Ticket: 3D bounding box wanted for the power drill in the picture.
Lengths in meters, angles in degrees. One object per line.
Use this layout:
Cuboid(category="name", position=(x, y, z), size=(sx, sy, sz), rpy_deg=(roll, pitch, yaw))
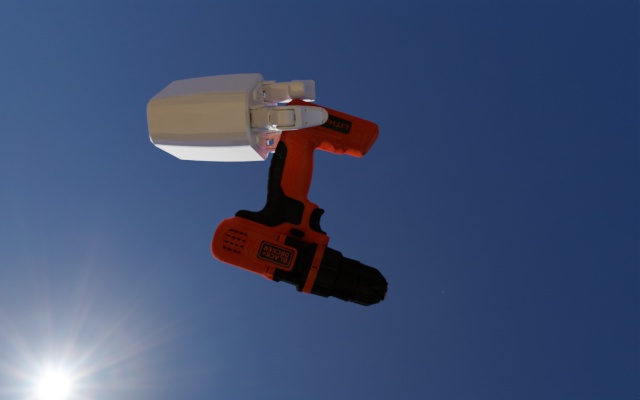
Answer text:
Cuboid(category="power drill", position=(0.000, 0.001, 0.497), size=(0.184, 0.187, 0.057), rpy_deg=(18, -12, -2))
